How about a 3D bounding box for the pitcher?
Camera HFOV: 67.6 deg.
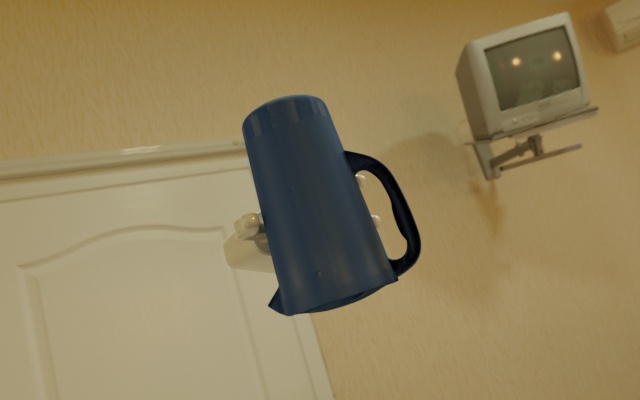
[{"bbox_3d":[0.000,0.002,0.558,0.149,0.242,0.145,-9,-15,-35],"label":"pitcher"}]
